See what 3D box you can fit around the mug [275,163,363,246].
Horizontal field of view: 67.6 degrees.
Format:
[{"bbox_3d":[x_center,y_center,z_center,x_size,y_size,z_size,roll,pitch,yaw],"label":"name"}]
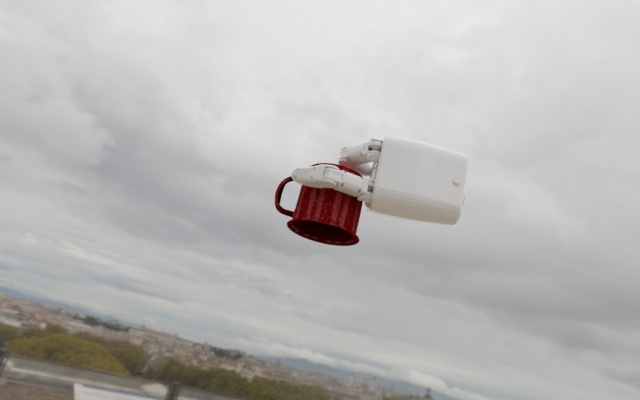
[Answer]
[{"bbox_3d":[-0.001,0.001,0.609,0.117,0.081,0.093,13,-20,2],"label":"mug"}]
